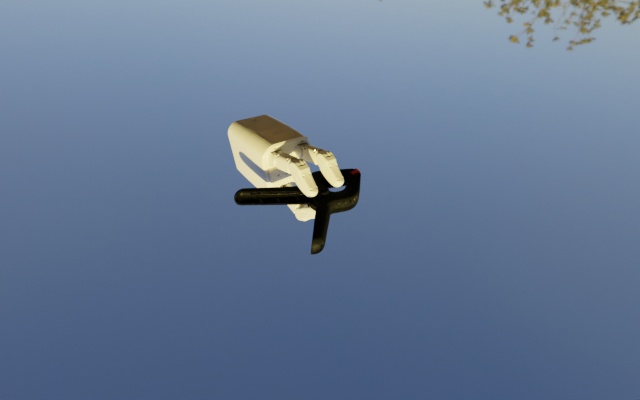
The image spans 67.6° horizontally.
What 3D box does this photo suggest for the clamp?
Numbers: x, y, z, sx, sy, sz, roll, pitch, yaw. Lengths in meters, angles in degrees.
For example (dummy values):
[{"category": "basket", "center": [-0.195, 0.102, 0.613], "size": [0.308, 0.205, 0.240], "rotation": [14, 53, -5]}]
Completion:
[{"category": "clamp", "center": [0.000, 0.003, 0.722], "size": [0.210, 0.036, 0.164], "rotation": [-22, 46, -38]}]
